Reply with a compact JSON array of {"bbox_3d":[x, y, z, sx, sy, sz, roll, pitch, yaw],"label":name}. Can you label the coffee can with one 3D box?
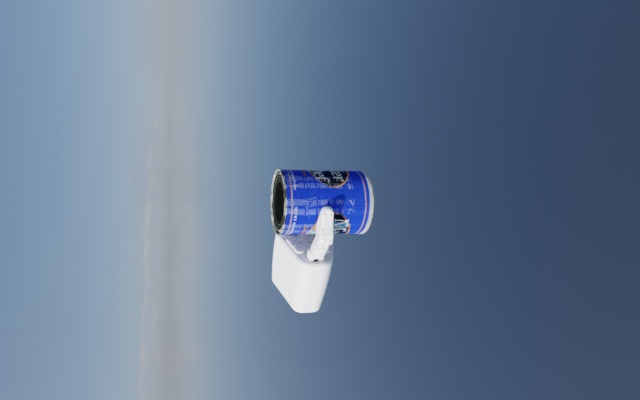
[{"bbox_3d":[0.000,0.002,0.752,0.140,0.103,0.103,0,0,-17],"label":"coffee can"}]
